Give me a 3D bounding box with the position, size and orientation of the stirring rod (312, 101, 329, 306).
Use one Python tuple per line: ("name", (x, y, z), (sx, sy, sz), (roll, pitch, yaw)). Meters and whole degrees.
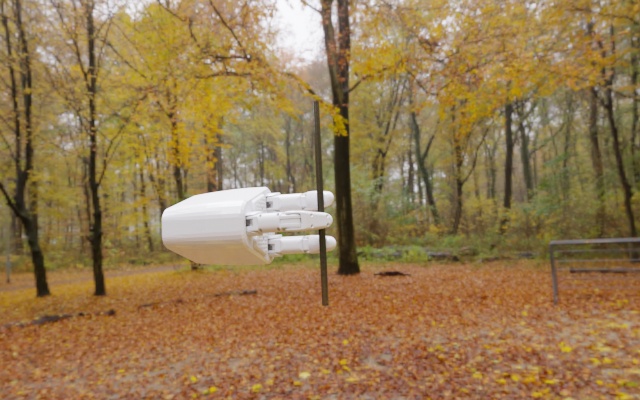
("stirring rod", (0.000, 0.002, 0.563), (0.011, 0.239, 0.011), (-3, -4, 0))
